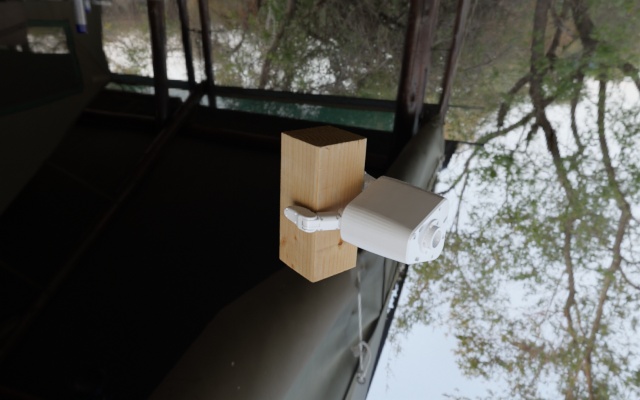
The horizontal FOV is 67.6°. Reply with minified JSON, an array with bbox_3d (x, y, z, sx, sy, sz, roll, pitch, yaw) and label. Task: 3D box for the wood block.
[{"bbox_3d":[0.000,0.003,0.711,0.091,0.206,0.090,-14,28,-36],"label":"wood block"}]
